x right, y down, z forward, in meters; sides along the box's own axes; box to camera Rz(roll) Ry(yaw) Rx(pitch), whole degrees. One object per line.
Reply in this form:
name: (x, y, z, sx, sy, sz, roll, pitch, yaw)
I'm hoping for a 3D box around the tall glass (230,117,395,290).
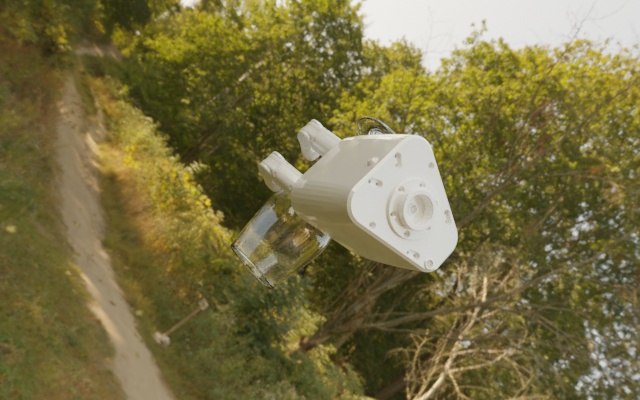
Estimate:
tall glass: (0.001, 0.001, 0.504, 0.201, 0.079, 0.079, -43, 15, -17)
